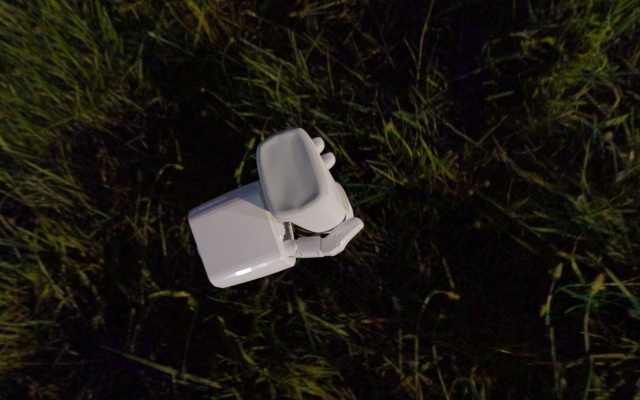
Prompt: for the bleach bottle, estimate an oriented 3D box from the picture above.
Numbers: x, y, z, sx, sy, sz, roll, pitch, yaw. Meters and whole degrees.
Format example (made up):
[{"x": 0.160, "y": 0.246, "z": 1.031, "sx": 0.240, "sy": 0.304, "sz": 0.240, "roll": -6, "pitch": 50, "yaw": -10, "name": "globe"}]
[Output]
[{"x": 0.000, "y": 0.002, "z": 0.607, "sx": 0.068, "sy": 0.102, "sz": 0.251, "roll": -21, "pitch": -20, "yaw": 9, "name": "bleach bottle"}]
